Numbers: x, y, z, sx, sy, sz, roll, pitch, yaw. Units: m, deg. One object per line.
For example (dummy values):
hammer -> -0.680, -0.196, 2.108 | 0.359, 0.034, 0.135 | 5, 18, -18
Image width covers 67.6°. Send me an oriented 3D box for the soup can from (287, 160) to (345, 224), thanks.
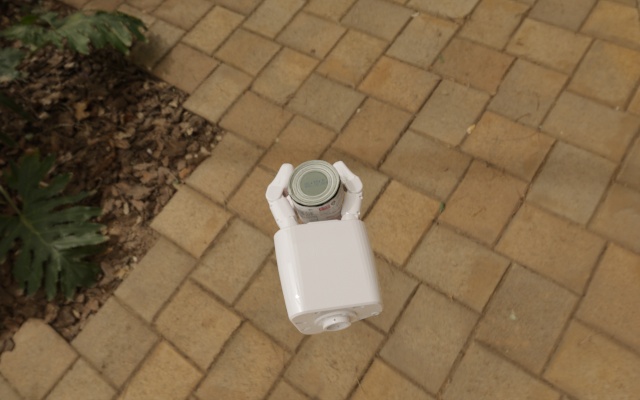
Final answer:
soup can -> 0.000, 0.001, 0.623 | 0.068, 0.068, 0.102 | 0, -28, 12
